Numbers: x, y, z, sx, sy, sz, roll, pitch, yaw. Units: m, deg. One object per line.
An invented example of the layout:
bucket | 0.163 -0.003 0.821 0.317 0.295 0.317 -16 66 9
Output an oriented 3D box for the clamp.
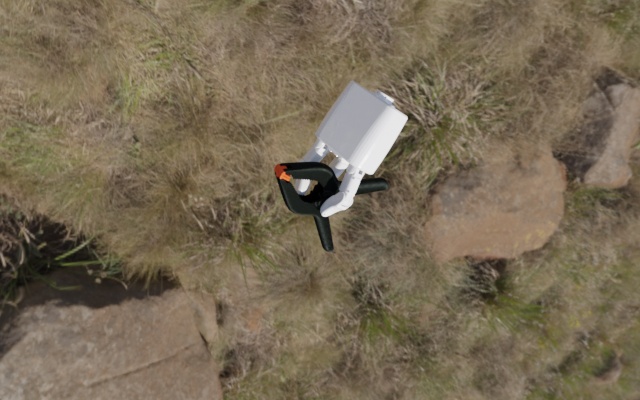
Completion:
clamp | 0.000 0.003 0.789 0.210 0.164 0.036 21 19 -39
